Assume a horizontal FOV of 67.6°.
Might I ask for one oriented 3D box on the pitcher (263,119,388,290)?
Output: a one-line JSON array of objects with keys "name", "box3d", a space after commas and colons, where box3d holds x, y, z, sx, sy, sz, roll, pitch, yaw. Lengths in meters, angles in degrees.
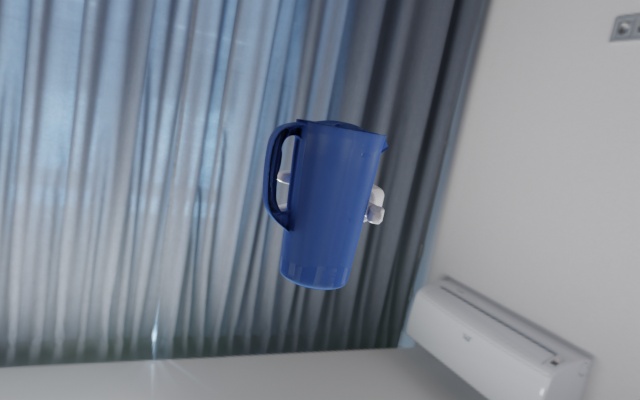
[{"name": "pitcher", "box3d": [0.000, 0.002, 0.709, 0.149, 0.243, 0.145, 13, 10, 15]}]
